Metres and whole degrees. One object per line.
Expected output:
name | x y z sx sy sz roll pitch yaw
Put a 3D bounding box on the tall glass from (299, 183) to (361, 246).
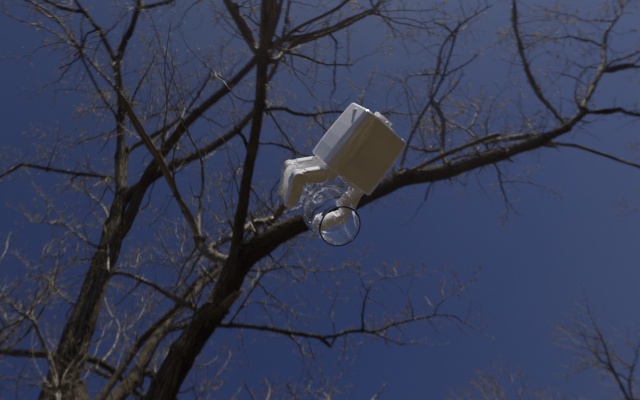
tall glass | 0.000 0.002 0.760 0.079 0.079 0.201 0 21 -17
